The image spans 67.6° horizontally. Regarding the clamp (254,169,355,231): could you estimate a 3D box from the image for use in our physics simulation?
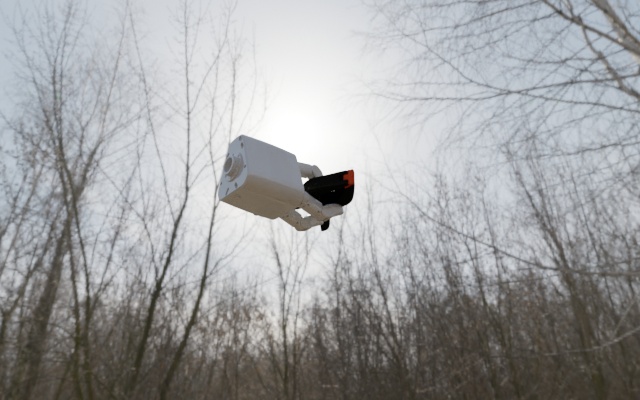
[{"bbox_3d":[0.000,0.002,0.848,0.164,0.036,0.210,19,-32,-37],"label":"clamp"}]
